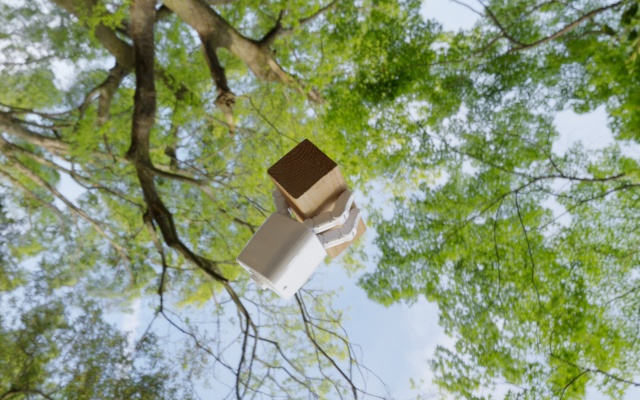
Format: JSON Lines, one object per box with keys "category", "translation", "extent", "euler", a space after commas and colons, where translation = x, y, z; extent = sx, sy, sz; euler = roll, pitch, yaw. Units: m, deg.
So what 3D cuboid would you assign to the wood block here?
{"category": "wood block", "translation": [0.000, 0.003, 0.838], "extent": [0.090, 0.090, 0.206], "euler": [43, -11, 36]}
